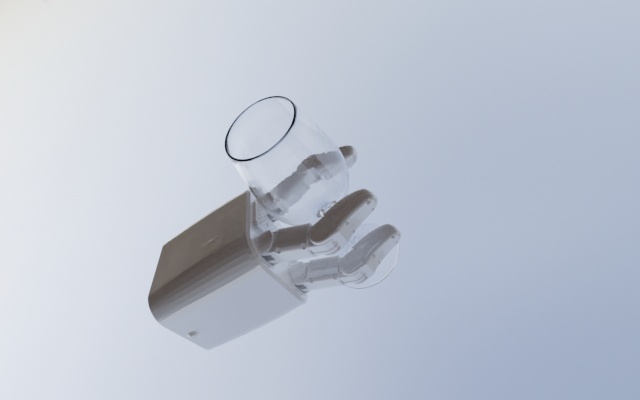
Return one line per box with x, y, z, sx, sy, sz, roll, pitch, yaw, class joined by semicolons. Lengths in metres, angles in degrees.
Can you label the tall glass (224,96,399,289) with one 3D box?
0.000;0.002;0.416;0.079;0.079;0.201;0;-33;32;tall glass
